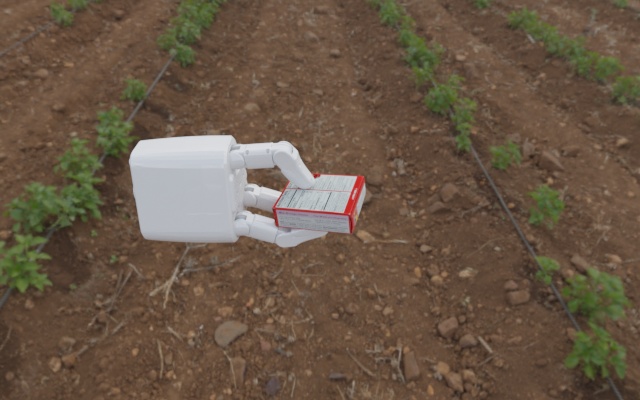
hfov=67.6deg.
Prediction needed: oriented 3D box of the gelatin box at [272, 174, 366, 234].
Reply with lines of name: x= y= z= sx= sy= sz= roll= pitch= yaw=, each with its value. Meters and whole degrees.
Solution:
gelatin box: x=0.000 y=0.001 z=0.532 sx=0.089 sy=0.030 sz=0.073 roll=3 pitch=36 yaw=16
